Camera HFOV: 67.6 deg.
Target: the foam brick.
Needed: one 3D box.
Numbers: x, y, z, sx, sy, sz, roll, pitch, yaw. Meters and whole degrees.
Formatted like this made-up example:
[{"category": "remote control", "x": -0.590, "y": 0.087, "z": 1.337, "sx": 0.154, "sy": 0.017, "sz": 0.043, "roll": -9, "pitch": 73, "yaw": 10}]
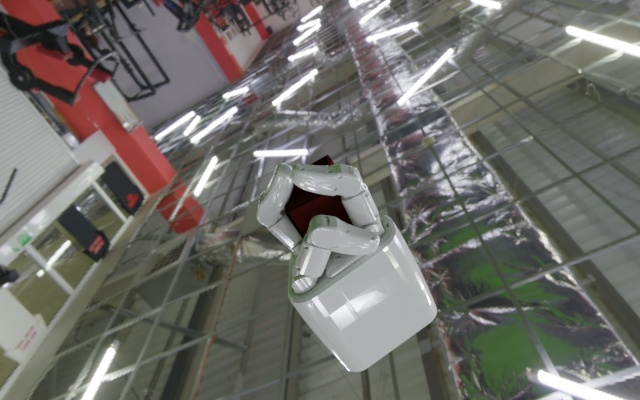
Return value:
[{"category": "foam brick", "x": 0.000, "y": 0.001, "z": 0.463, "sx": 0.053, "sy": 0.051, "sz": 0.078, "roll": -28, "pitch": 24, "yaw": 12}]
